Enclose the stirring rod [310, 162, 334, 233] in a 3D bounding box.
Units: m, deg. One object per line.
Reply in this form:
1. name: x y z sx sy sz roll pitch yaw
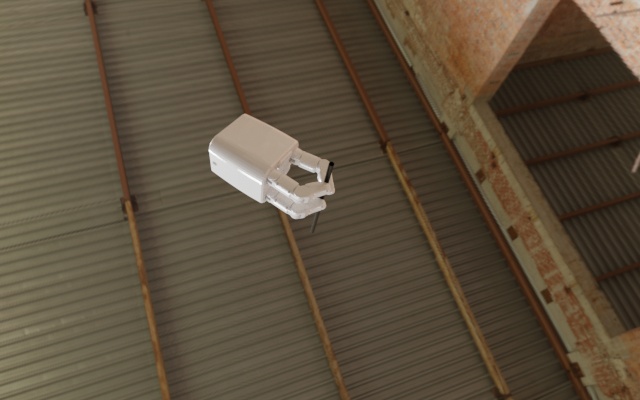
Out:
1. stirring rod: 0.000 0.003 0.801 0.011 0.011 0.240 0 -28 -9
